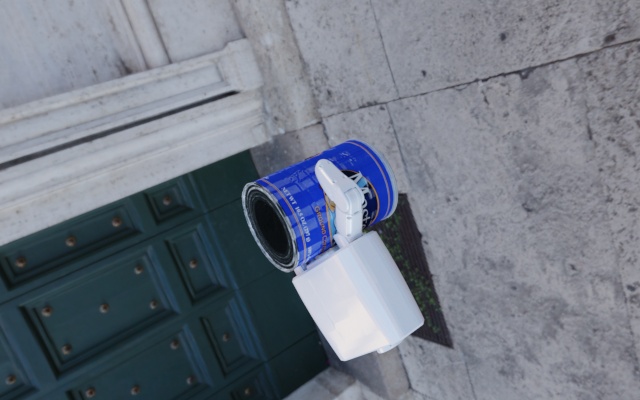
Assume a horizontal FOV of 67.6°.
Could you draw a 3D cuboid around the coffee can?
[{"bbox_3d":[0.000,0.001,0.528,0.140,0.103,0.103,-26,13,-28],"label":"coffee can"}]
